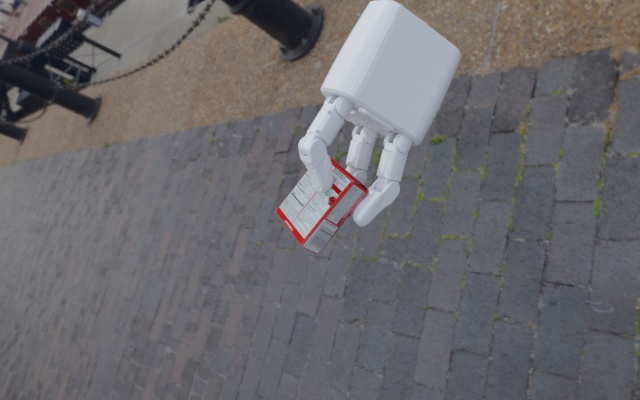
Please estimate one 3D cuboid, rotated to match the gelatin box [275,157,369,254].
[{"bbox_3d":[0.000,0.002,0.515,0.030,0.089,0.073,33,8,-40],"label":"gelatin box"}]
